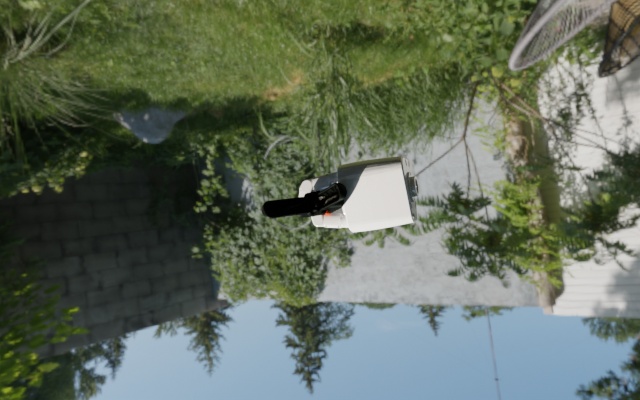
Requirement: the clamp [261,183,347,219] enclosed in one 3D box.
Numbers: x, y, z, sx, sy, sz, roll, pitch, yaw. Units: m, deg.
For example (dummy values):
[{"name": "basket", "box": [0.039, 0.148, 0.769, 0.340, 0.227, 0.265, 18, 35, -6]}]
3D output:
[{"name": "clamp", "box": [0.000, 0.003, 0.710, 0.120, 0.039, 0.171, -10, -3, 20]}]
